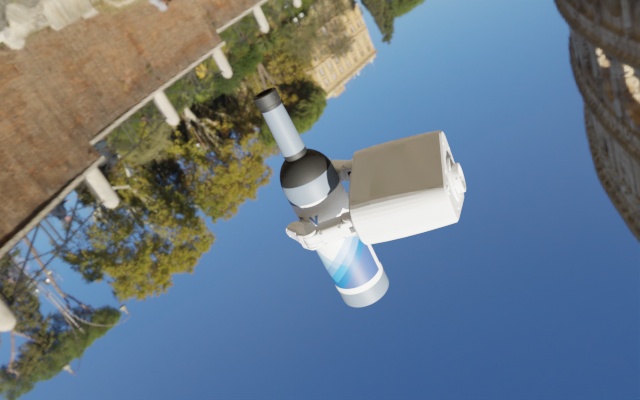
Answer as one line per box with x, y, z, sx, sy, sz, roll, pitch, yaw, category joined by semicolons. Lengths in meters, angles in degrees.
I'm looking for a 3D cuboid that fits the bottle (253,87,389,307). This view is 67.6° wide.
0.000;0.002;0.579;0.069;0.296;0.069;-22;26;11;bottle
